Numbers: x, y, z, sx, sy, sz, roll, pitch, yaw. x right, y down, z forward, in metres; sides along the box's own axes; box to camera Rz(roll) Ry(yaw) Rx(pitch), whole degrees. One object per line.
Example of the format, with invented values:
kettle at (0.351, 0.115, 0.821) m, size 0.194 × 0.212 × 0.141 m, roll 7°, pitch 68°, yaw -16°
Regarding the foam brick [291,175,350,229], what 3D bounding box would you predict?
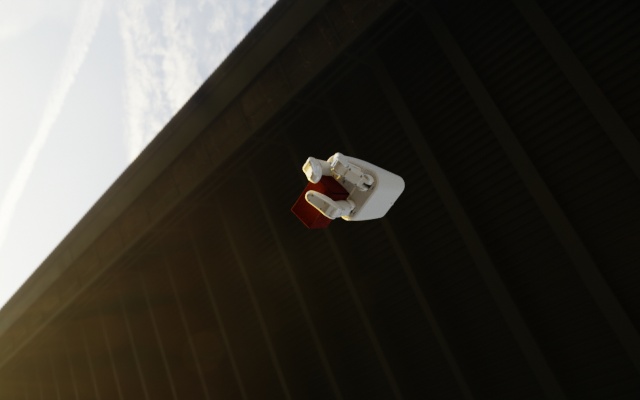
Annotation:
foam brick at (0.000, 0.003, 0.808) m, size 0.053 × 0.078 × 0.051 m, roll 46°, pitch 24°, yaw 27°
